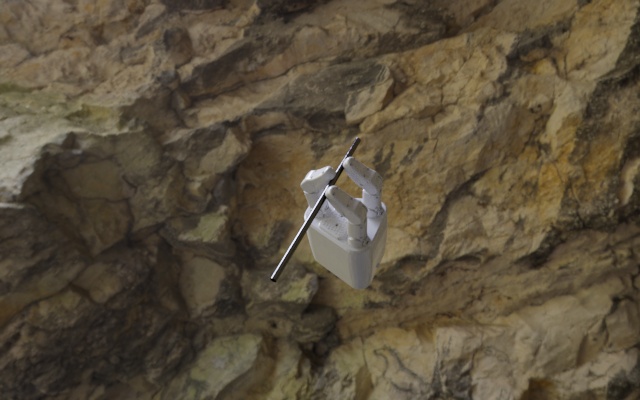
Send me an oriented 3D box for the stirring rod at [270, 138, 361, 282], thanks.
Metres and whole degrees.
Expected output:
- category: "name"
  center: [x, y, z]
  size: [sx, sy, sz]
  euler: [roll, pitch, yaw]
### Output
- category: "stirring rod"
  center: [0.000, 0.002, 0.589]
  size: [0.011, 0.239, 0.011]
  euler: [21, -35, 15]
